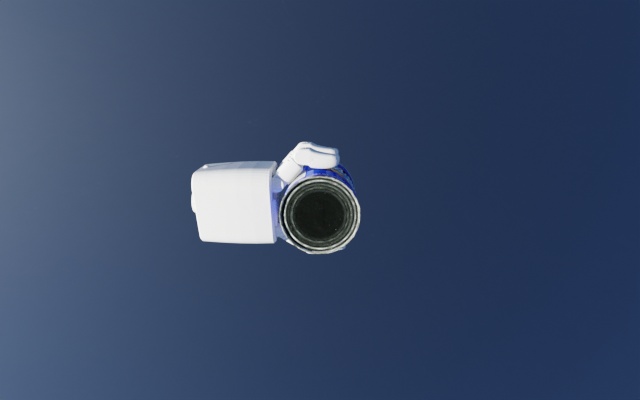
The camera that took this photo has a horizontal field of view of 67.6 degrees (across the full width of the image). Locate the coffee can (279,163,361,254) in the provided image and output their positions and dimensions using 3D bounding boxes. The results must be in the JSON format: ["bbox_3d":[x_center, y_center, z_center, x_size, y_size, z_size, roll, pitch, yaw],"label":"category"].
[{"bbox_3d":[0.000,0.002,0.663,0.103,0.103,0.140,0,14,1],"label":"coffee can"}]
